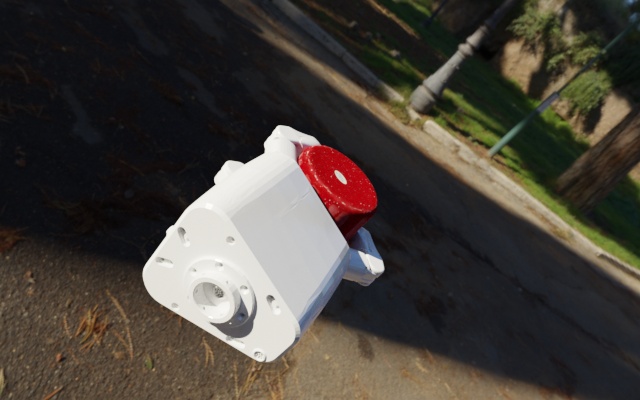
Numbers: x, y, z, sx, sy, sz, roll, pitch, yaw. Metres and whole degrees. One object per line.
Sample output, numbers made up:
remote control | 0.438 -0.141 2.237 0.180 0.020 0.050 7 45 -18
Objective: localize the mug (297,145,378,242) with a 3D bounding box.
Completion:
mug | 0.001 0.001 0.436 0.081 0.093 0.117 -47 1 29
